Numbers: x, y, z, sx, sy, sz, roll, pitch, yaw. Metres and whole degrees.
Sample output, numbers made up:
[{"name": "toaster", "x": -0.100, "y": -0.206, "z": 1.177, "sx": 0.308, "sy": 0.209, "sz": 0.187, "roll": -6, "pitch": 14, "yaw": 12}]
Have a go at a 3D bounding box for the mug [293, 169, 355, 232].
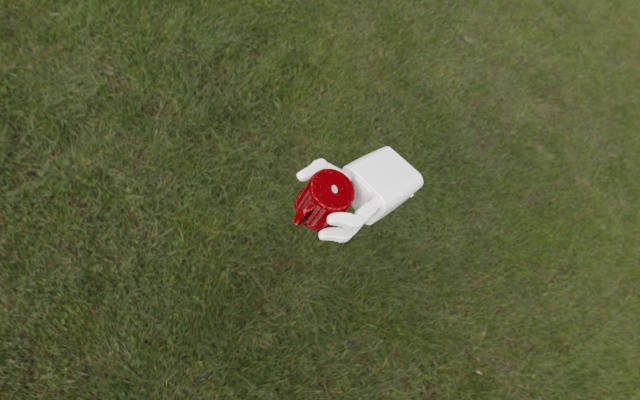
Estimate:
[{"name": "mug", "x": -0.001, "y": 0.003, "z": 0.822, "sx": 0.117, "sy": 0.093, "sz": 0.081, "roll": -32, "pitch": -12, "yaw": -29}]
